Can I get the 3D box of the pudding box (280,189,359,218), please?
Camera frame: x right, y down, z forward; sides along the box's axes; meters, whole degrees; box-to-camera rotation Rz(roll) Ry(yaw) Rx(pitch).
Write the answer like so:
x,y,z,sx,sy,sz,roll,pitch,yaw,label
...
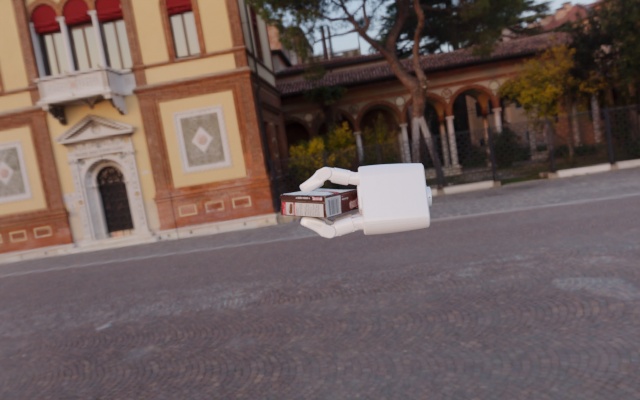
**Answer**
x,y,z,sx,sy,sz,roll,pitch,yaw,label
0.000,0.002,0.805,0.090,0.039,0.113,1,6,32,pudding box
